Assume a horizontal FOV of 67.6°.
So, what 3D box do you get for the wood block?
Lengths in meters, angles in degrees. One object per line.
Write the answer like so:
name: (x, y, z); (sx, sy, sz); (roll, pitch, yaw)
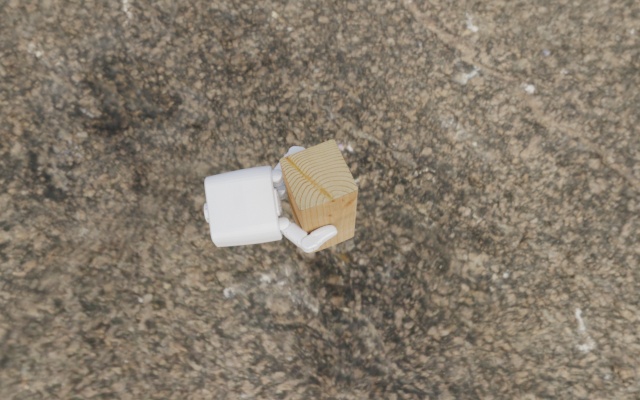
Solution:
wood block: (0.000, 0.003, 0.770); (0.090, 0.090, 0.206); (-21, -22, -6)
